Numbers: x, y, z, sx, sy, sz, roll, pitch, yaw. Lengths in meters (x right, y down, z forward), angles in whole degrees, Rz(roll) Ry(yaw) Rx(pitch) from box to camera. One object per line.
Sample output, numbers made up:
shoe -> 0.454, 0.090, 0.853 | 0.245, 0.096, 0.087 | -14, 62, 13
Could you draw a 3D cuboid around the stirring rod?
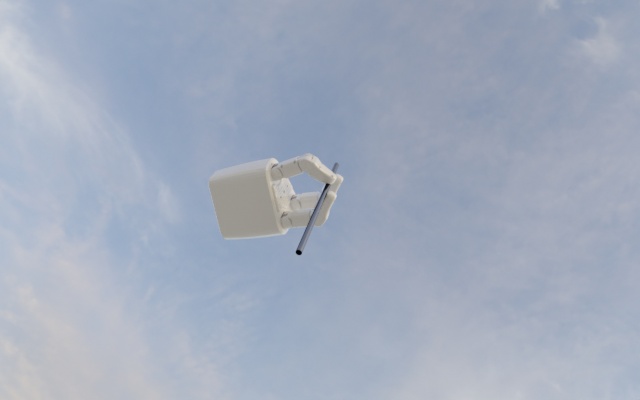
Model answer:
stirring rod -> 0.000, 0.002, 0.666 | 0.011, 0.011, 0.239 | 0, 30, 14
